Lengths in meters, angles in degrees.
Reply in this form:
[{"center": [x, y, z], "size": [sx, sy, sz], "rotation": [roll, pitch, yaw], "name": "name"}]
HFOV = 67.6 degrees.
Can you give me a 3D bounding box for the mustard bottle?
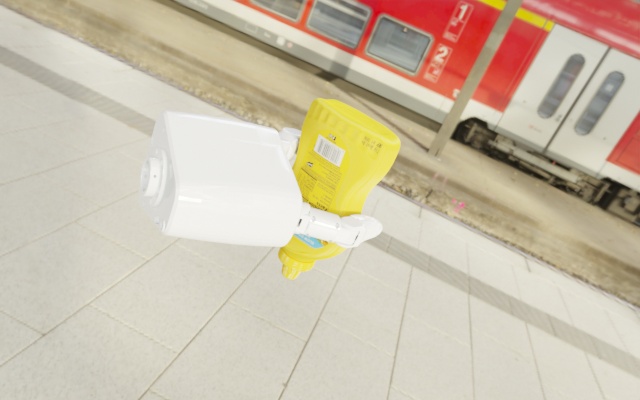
[{"center": [0.000, 0.001, 0.486], "size": [0.096, 0.192, 0.058], "rotation": [36, 26, 26], "name": "mustard bottle"}]
